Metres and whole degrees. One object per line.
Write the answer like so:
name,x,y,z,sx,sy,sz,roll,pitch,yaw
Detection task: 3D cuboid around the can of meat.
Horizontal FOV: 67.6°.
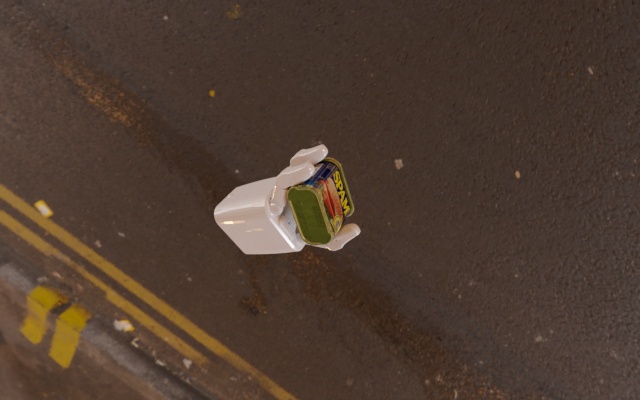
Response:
can of meat,0.000,0.003,0.690,0.057,0.102,0.084,-3,29,28
